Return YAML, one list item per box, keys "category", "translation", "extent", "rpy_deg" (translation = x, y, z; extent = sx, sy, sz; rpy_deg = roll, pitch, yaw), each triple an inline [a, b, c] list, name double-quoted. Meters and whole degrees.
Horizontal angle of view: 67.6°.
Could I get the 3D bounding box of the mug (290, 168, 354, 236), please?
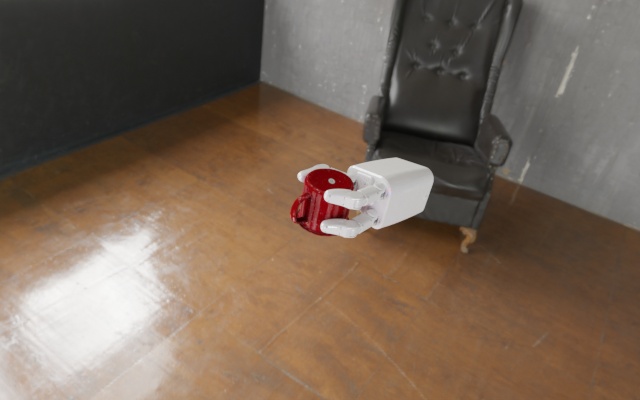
- category: "mug"
  translation: [-0.001, 0.003, 0.787]
  extent: [0.117, 0.082, 0.093]
  rpy_deg: [-16, 42, -33]
